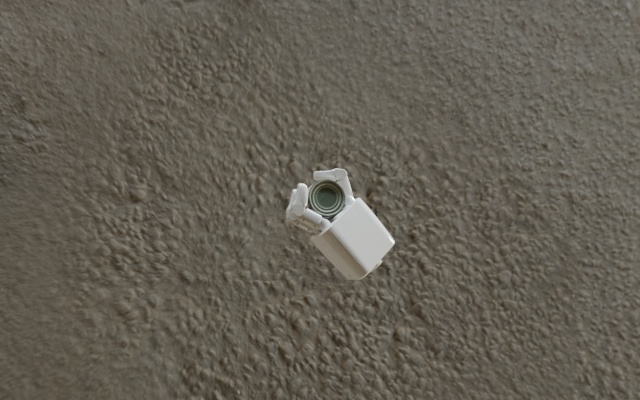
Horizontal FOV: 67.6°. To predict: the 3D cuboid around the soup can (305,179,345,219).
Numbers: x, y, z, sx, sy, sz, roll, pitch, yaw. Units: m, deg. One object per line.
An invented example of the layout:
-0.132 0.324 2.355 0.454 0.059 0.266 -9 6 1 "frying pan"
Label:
0.000 0.002 0.867 0.068 0.068 0.102 0 -9 -13 "soup can"
